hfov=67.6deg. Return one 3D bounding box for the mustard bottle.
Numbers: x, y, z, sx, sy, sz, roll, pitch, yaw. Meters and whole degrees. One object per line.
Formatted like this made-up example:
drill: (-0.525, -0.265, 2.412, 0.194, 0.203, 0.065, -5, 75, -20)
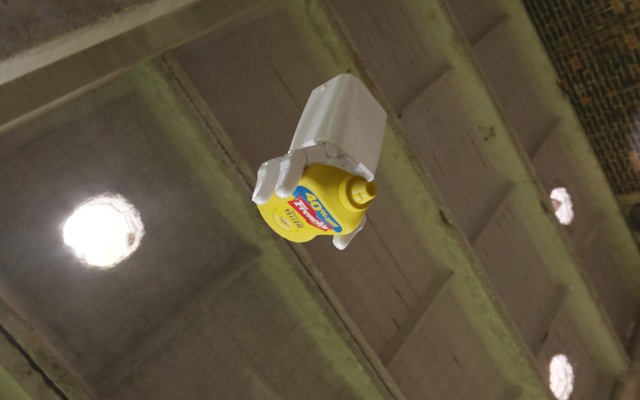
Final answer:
mustard bottle: (0.000, 0.002, 0.591, 0.191, 0.096, 0.058, -15, 29, 53)
